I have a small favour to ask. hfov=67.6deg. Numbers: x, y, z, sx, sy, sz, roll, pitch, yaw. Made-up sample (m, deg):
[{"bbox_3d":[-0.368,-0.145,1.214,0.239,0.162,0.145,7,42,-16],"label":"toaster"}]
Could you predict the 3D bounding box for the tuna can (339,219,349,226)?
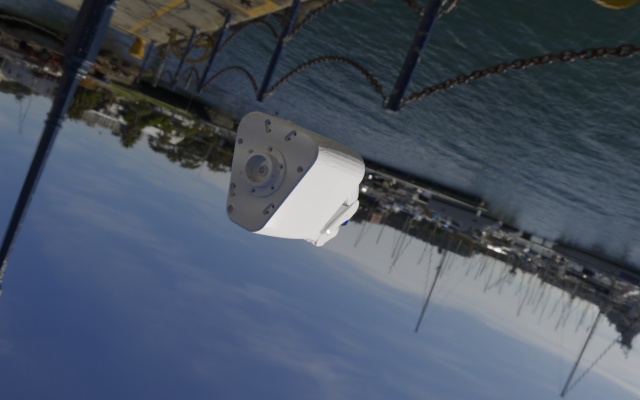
[{"bbox_3d":[0.000,0.003,0.611,0.086,0.034,0.086,19,7,-2],"label":"tuna can"}]
